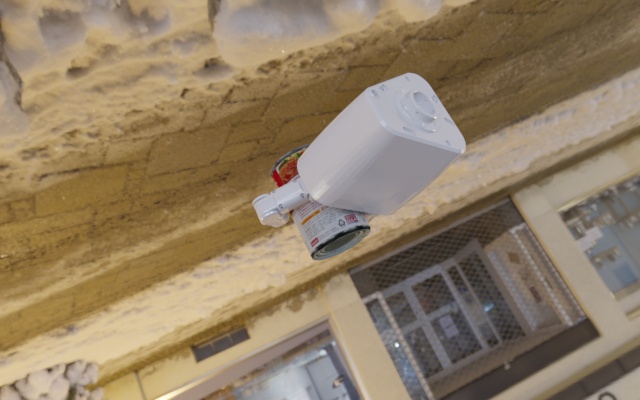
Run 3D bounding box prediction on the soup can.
[{"bbox_3d":[0.000,0.002,0.490,0.068,0.102,0.068,-24,-18,-9],"label":"soup can"}]
